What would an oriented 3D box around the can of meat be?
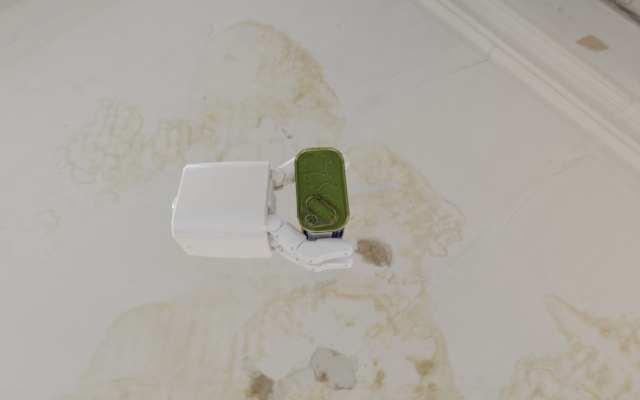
[{"bbox_3d":[0.000,0.002,0.565,0.057,0.102,0.084,-4,-23,-3],"label":"can of meat"}]
